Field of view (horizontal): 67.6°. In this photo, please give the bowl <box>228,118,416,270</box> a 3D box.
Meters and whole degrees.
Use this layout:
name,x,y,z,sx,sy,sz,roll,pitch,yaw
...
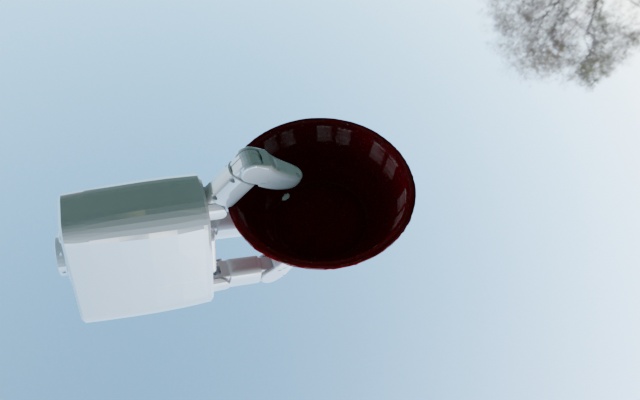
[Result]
name,x,y,z,sx,sy,sz,roll,pitch,yaw
bowl,0.001,0.002,0.427,0.162,0.162,0.055,0,-36,0
